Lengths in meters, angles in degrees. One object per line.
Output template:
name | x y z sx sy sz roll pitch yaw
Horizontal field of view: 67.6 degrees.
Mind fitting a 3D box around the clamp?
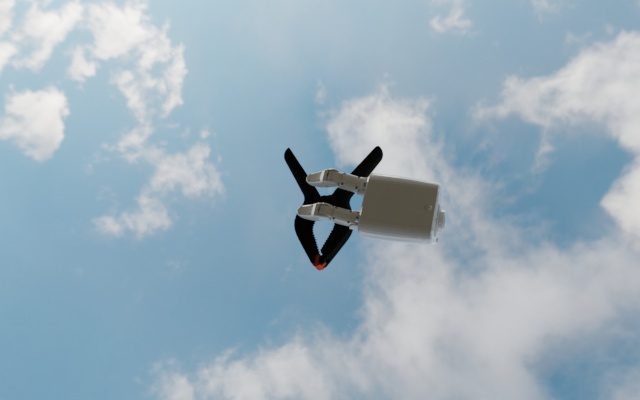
clamp | 0.000 0.003 0.750 0.164 0.210 0.036 7 -20 20
